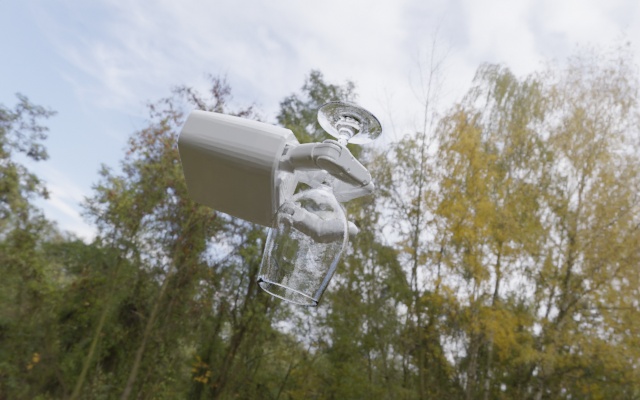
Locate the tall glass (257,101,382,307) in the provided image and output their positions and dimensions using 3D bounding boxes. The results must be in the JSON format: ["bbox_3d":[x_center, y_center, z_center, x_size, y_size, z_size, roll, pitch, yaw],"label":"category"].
[{"bbox_3d":[0.000,0.001,0.483,0.079,0.201,0.079,17,-23,7],"label":"tall glass"}]
